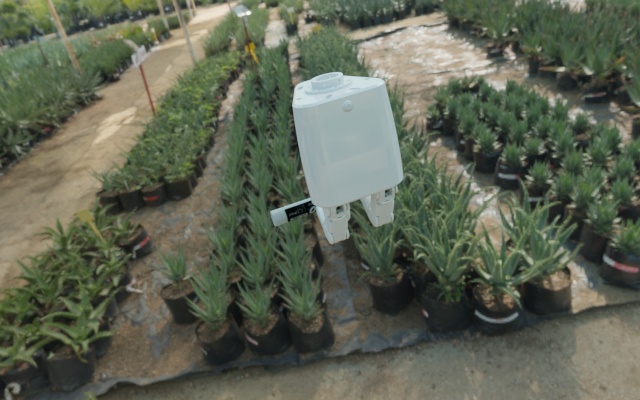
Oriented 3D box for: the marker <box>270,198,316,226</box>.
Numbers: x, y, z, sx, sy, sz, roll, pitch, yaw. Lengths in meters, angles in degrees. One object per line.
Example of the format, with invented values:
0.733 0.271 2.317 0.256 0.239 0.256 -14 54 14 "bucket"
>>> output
0.000 0.002 0.568 0.121 0.020 0.020 -19 4 -12 "marker"
